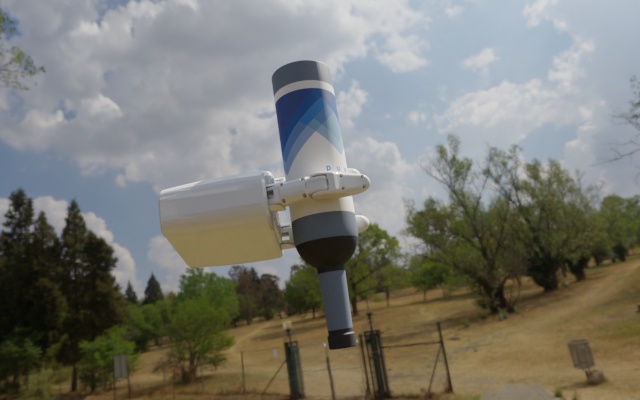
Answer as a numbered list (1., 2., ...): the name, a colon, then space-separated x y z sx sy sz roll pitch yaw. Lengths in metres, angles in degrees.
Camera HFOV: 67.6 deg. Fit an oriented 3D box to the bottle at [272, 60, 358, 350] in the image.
1. bottle: 0.000 0.001 0.498 0.069 0.295 0.069 -8 -14 -2
